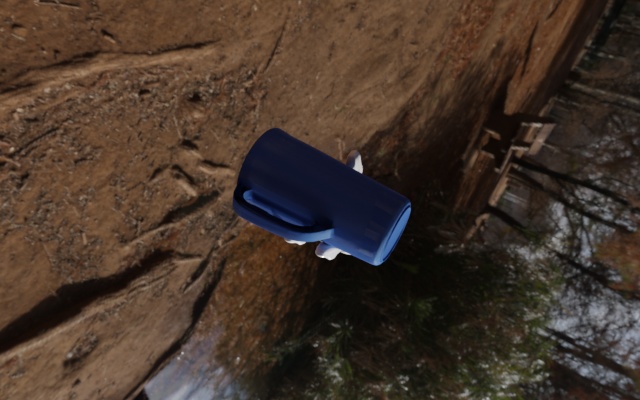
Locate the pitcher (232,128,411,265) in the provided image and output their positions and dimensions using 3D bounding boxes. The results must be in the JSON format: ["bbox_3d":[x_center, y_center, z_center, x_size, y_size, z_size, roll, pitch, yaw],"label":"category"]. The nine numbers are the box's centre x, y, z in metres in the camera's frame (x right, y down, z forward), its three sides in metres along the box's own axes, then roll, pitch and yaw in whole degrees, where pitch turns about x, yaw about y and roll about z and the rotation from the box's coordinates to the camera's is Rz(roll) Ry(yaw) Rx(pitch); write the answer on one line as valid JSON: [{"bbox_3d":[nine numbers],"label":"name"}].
[{"bbox_3d":[0.000,0.002,0.710,0.243,0.149,0.145,27,-5,18],"label":"pitcher"}]
